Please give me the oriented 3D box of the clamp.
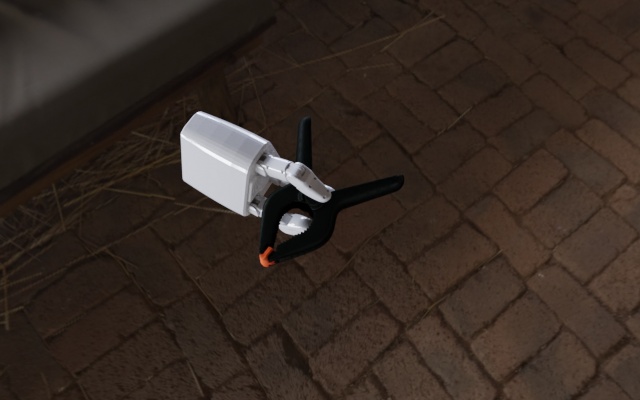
[{"bbox_3d":[0.000,0.002,0.608,0.164,0.210,0.036,27,-23,10],"label":"clamp"}]
